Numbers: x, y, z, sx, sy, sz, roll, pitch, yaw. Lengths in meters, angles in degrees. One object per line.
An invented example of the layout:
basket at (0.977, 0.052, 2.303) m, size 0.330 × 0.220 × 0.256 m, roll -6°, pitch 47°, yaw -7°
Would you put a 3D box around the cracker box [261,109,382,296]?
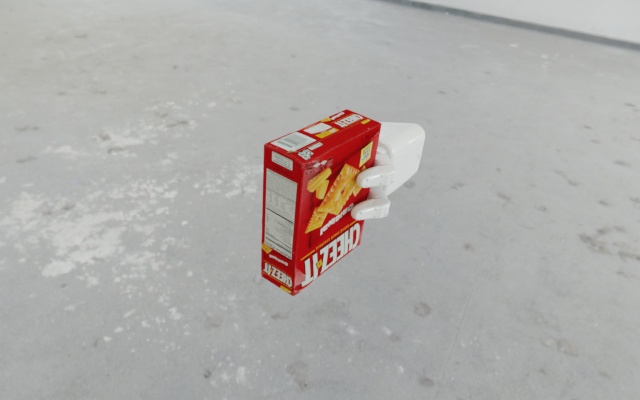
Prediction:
cracker box at (0.000, 0.002, 0.656) m, size 0.072 × 0.214 × 0.164 m, roll 28°, pitch 40°, yaw 30°
